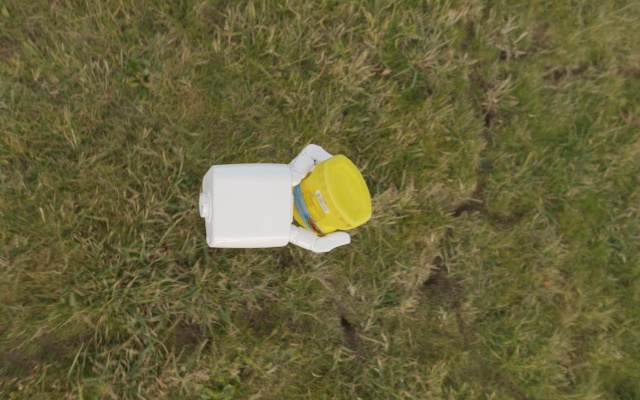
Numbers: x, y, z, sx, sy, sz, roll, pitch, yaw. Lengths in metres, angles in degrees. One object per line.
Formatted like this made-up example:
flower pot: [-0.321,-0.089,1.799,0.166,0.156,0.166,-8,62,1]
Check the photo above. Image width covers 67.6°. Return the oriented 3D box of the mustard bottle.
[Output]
mustard bottle: [0.001,0.002,0.695,0.058,0.096,0.191,-27,1,-25]
